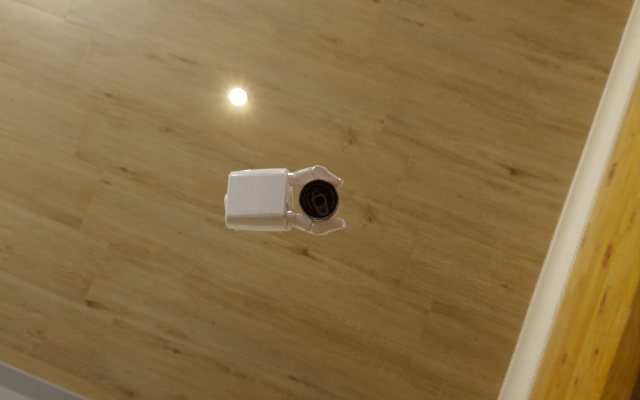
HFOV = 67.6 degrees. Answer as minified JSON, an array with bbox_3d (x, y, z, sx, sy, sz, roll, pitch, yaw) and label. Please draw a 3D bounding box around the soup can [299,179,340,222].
[{"bbox_3d":[0.001,0.003,0.850,0.068,0.068,0.102,0,-6,4],"label":"soup can"}]
